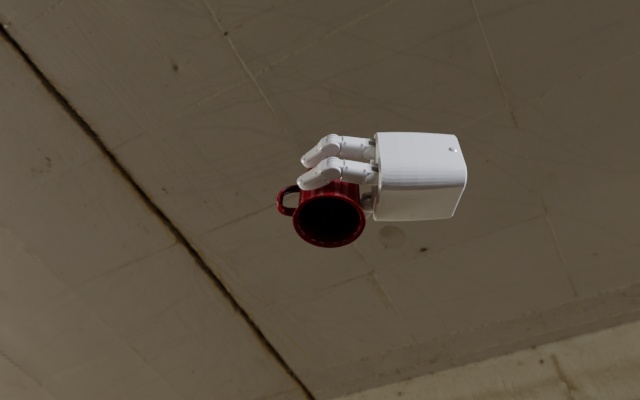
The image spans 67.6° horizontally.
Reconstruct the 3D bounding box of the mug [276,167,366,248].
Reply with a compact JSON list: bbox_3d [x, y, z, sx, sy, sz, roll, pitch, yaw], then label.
[{"bbox_3d":[-0.001,0.002,0.636,0.117,0.093,0.081,1,40,1],"label":"mug"}]
